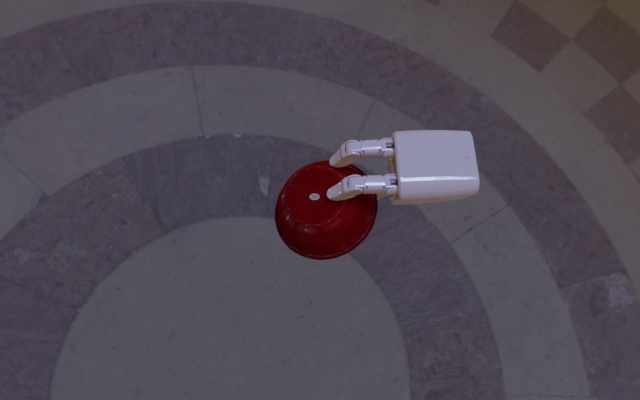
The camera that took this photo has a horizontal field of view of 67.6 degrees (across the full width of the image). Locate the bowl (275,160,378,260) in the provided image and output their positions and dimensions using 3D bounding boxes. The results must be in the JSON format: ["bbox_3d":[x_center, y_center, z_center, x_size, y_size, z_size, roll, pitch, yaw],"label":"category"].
[{"bbox_3d":[-0.001,0.003,0.700,0.162,0.162,0.055,0,-22,17],"label":"bowl"}]
